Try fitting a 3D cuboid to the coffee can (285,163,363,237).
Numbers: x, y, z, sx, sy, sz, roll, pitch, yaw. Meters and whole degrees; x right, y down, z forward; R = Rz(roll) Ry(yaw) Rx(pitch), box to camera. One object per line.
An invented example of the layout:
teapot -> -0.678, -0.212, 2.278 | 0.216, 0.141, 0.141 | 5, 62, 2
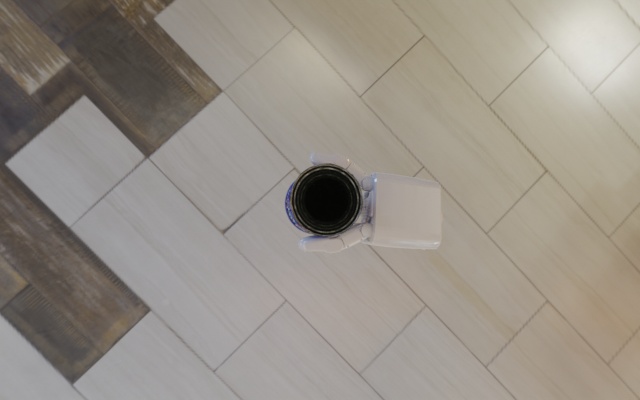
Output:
coffee can -> 0.000, 0.002, 0.725 | 0.103, 0.103, 0.140 | 0, -2, -7
